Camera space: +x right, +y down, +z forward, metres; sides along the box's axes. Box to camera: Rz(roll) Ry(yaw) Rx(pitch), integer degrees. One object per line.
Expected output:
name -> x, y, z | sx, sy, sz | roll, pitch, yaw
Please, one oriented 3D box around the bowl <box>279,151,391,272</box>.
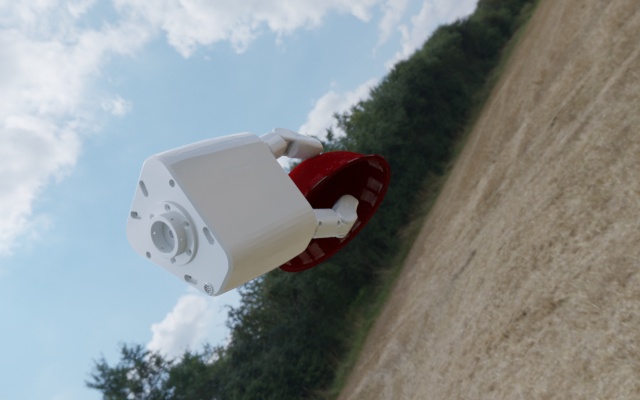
bowl -> 0.001, 0.002, 0.523 | 0.055, 0.162, 0.162 | 45, 25, 28
